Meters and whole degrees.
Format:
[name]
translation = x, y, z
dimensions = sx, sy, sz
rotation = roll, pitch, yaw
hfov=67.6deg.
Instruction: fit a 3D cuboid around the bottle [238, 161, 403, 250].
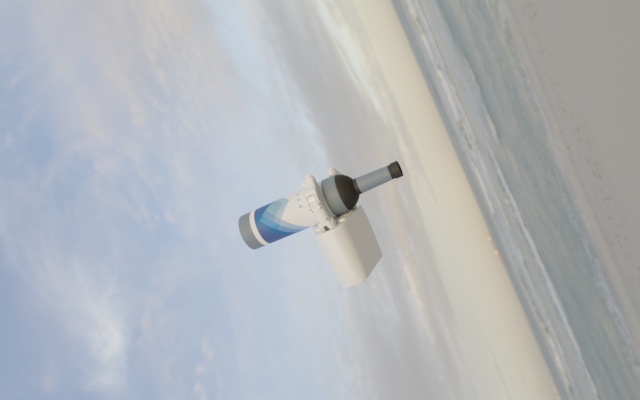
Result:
[bottle]
translation = 0.000, 0.003, 0.819
dimensions = 0.296, 0.069, 0.069
rotation = -23, -7, 17
